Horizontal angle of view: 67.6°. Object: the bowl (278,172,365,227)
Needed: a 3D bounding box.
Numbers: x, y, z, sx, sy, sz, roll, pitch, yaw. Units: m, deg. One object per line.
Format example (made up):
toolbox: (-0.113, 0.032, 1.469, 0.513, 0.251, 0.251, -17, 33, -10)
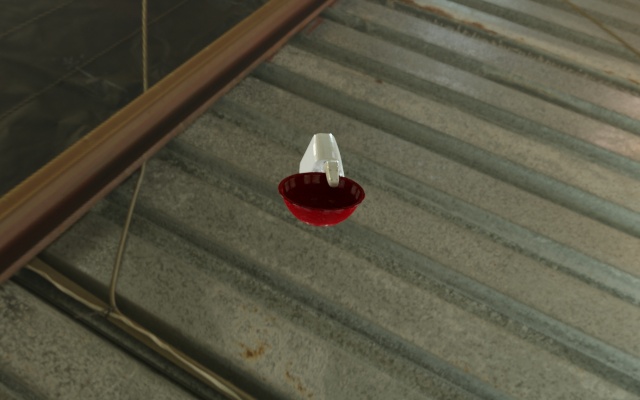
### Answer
bowl: (0.000, 0.004, 0.892, 0.162, 0.055, 0.162, 4, 26, -2)
